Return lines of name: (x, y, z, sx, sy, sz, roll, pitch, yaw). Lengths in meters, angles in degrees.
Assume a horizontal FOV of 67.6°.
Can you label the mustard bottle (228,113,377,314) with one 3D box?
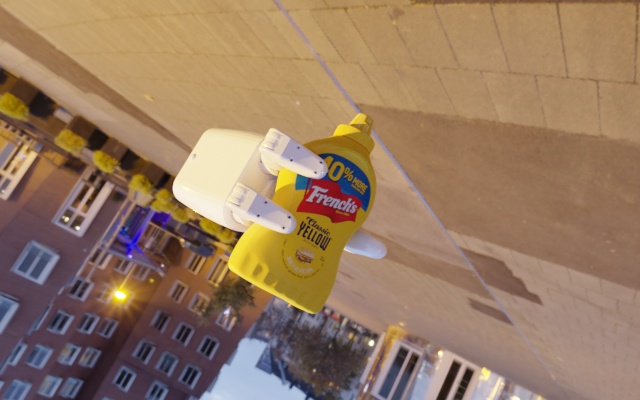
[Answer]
mustard bottle: (0.000, 0.002, 0.452, 0.096, 0.191, 0.058, 33, -12, -21)
